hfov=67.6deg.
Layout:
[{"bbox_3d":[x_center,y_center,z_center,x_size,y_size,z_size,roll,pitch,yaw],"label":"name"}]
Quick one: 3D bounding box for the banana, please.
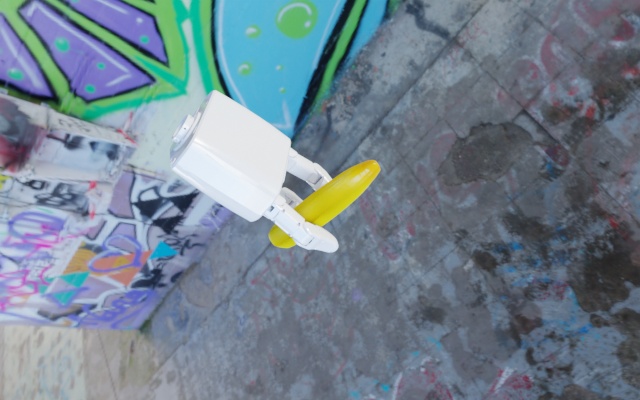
[{"bbox_3d":[-0.010,0.013,0.568,0.198,0.037,0.069,-37,10,44],"label":"banana"}]
